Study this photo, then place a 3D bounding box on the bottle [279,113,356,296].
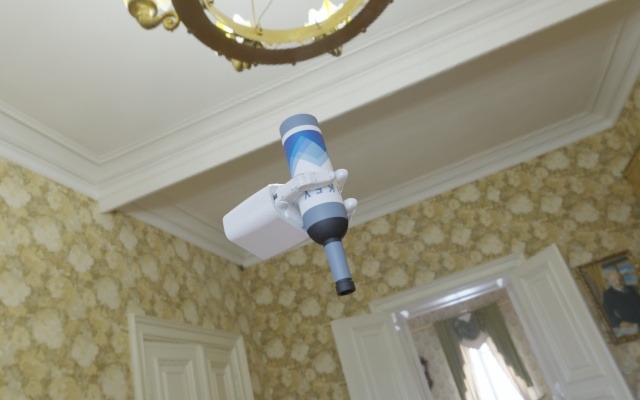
[{"bbox_3d":[0.000,0.002,0.733,0.069,0.295,0.069,-13,-26,-7],"label":"bottle"}]
